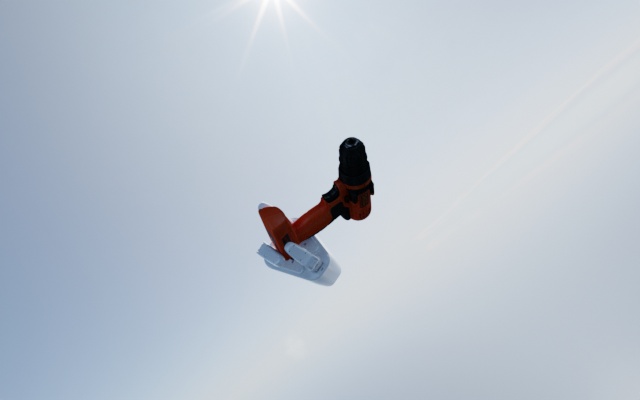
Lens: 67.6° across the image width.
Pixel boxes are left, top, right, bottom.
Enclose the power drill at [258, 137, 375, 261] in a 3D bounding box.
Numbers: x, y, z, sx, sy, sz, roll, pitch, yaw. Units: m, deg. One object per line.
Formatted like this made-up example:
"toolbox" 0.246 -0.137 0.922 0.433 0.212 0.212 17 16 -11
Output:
"power drill" 0.000 0.003 0.746 0.187 0.057 0.185 -30 -37 -12
